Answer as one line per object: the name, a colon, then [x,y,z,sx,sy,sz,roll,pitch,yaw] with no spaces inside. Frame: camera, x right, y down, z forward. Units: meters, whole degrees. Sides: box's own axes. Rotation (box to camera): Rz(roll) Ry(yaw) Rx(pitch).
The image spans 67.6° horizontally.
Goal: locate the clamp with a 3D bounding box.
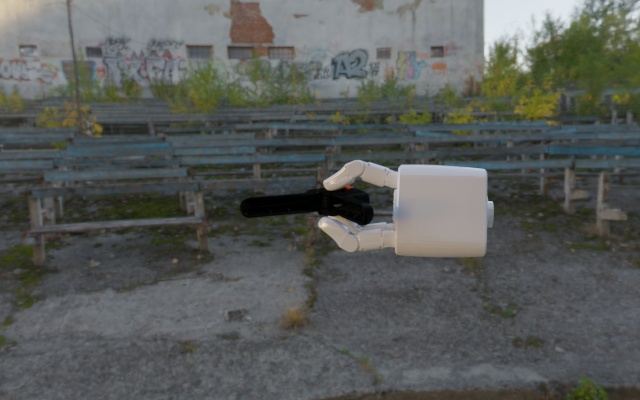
clamp: [0.000,0.001,0.638,0.164,0.036,0.210,3,7,13]
